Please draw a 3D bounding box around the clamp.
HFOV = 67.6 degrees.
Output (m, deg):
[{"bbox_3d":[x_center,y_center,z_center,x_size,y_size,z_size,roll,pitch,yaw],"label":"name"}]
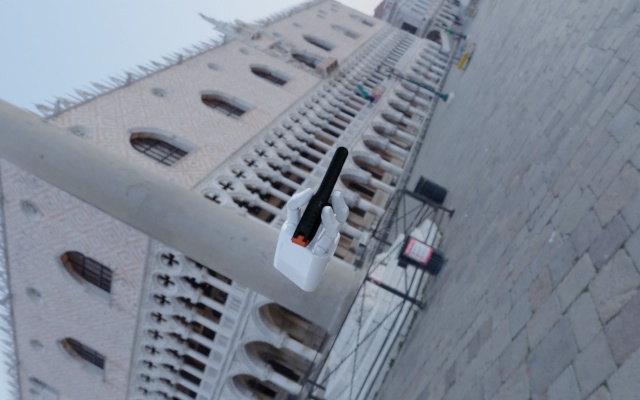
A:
[{"bbox_3d":[-0.001,0.003,0.890,0.036,0.165,0.210,21,37,9],"label":"clamp"}]
